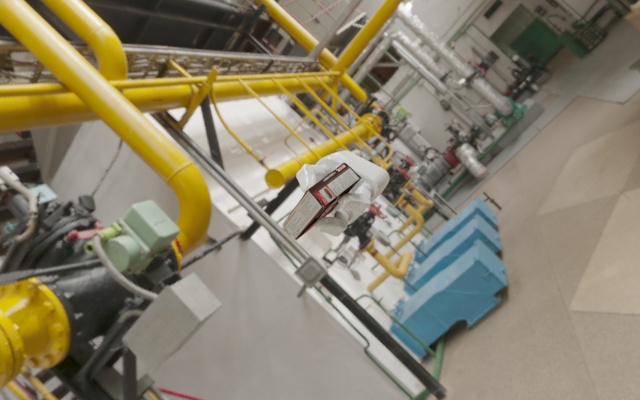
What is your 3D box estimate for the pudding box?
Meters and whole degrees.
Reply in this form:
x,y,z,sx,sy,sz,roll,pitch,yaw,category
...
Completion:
x,y,z,sx,sy,sz,roll,pitch,yaw,category
0.000,0.002,0.714,0.090,0.039,0.113,-39,-9,-37,pudding box
